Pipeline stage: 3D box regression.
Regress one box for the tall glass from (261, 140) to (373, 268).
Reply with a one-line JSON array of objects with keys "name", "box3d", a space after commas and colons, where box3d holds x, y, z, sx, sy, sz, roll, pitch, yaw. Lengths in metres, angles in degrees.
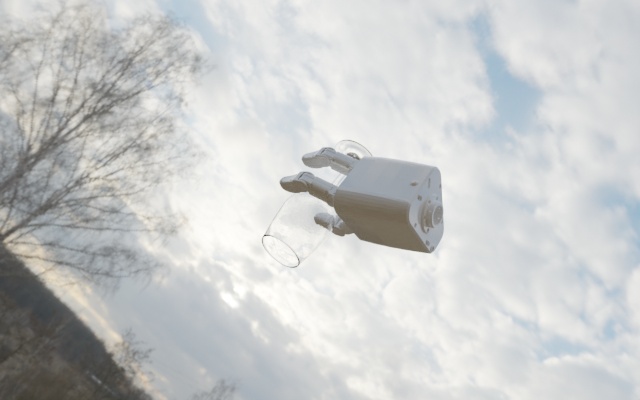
[{"name": "tall glass", "box3d": [0.000, 0.002, 0.680, 0.079, 0.079, 0.201, 0, 41, 46]}]
